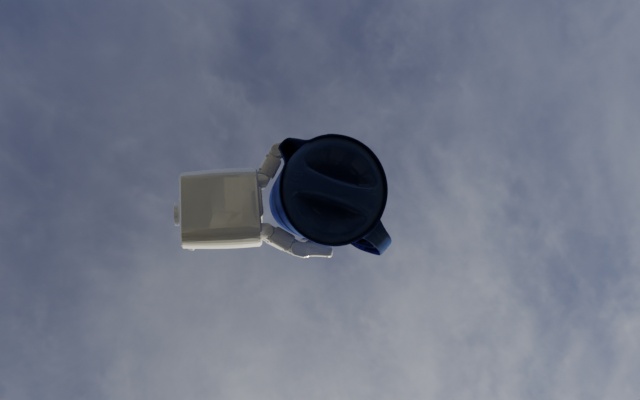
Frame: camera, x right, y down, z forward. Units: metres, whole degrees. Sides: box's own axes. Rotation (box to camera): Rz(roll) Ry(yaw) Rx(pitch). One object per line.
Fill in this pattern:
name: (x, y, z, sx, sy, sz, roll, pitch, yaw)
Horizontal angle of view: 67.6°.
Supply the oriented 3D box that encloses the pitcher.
pitcher: (0.000, 0.002, 0.673, 0.145, 0.149, 0.243, -2, -3, -12)
